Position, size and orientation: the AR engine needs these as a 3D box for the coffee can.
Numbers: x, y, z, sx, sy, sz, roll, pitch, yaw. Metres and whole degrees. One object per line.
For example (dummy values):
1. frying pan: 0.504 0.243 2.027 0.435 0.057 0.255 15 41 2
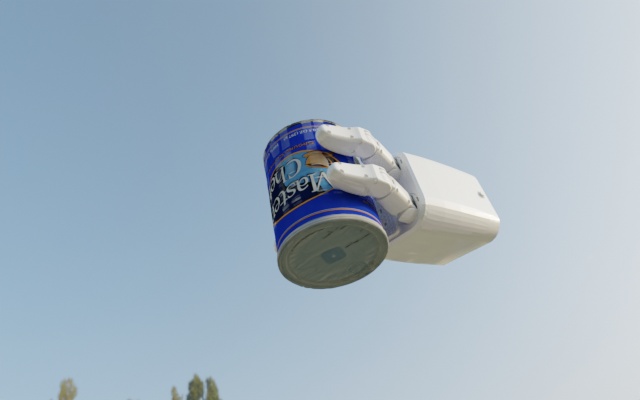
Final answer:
1. coffee can: 0.000 0.002 0.478 0.103 0.140 0.103 -7 -43 -7
